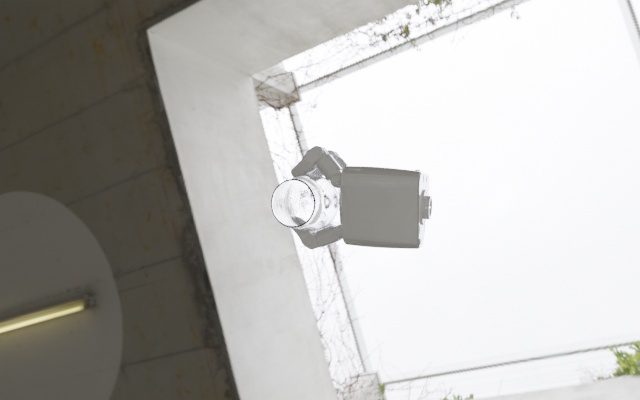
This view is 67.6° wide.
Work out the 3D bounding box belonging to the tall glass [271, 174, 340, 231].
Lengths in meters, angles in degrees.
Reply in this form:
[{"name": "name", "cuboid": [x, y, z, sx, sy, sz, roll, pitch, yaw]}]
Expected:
[{"name": "tall glass", "cuboid": [0.000, 0.002, 0.692, 0.079, 0.079, 0.201, 0, 1, 21]}]
